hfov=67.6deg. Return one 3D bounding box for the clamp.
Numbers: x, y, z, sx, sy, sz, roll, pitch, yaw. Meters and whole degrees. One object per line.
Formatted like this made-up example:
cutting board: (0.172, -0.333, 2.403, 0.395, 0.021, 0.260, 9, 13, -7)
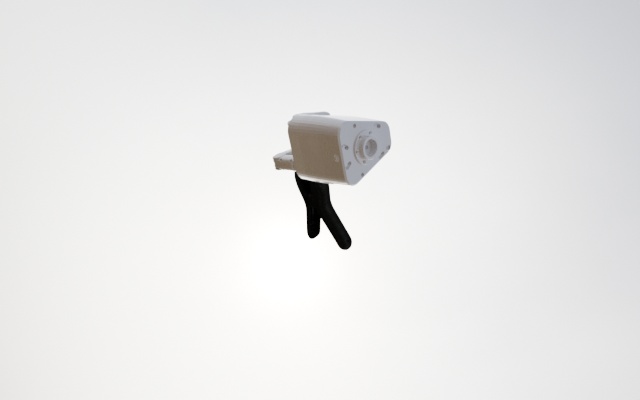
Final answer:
clamp: (0.000, 0.002, 0.774, 0.039, 0.171, 0.120, -30, 29, -31)
